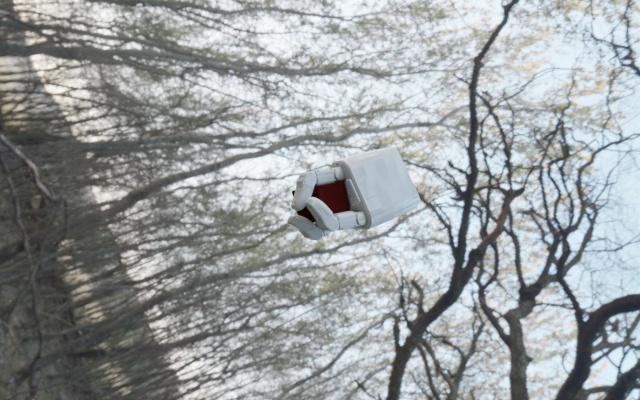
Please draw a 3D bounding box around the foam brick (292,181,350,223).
[{"bbox_3d":[0.000,0.002,0.735,0.051,0.053,0.078,-17,8,-29],"label":"foam brick"}]
